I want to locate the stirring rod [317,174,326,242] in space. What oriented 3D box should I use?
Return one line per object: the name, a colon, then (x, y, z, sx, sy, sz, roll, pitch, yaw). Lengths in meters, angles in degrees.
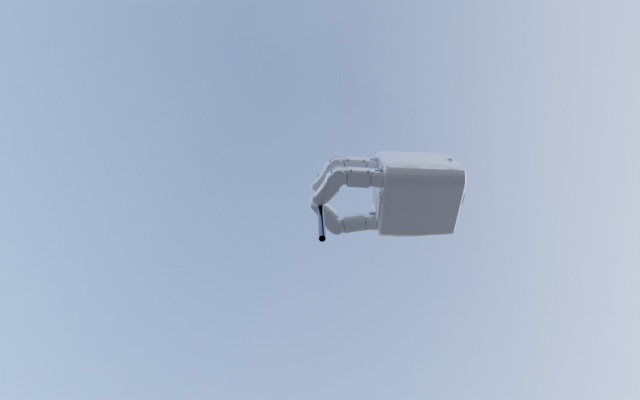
stirring rod: (0.000, 0.002, 0.640, 0.011, 0.011, 0.239, 0, 19, -1)
